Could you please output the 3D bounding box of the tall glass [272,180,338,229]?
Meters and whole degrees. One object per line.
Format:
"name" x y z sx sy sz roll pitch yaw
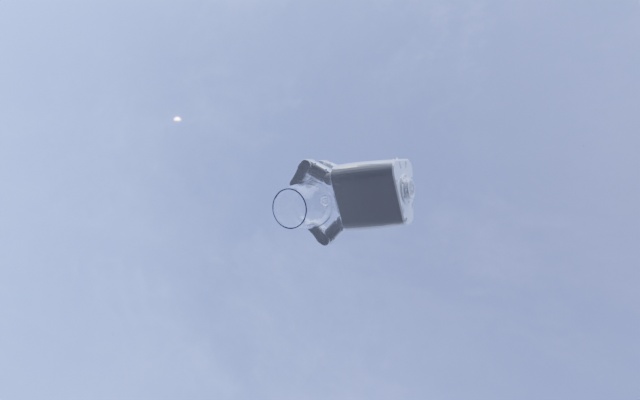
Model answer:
"tall glass" 0.000 0.003 0.802 0.079 0.079 0.201 0 6 29
